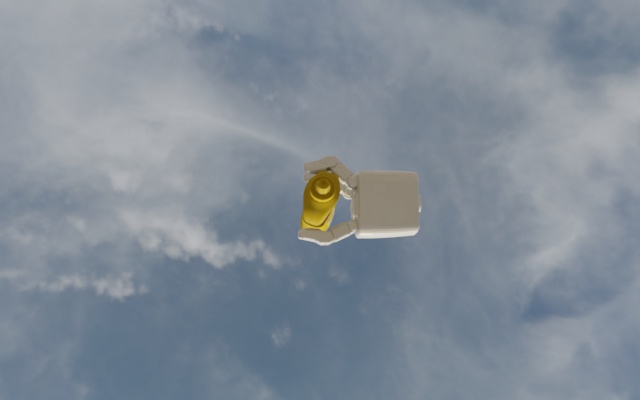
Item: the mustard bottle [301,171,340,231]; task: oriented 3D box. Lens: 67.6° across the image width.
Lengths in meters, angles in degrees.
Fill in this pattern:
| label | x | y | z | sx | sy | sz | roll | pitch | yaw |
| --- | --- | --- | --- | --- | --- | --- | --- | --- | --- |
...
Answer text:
| label | x | y | z | sx | sy | sz | roll | pitch | yaw |
| --- | --- | --- | --- | --- | --- | --- | --- | --- | --- |
| mustard bottle | 0.000 | 0.003 | 0.826 | 0.058 | 0.096 | 0.192 | 23 | -17 | 4 |
